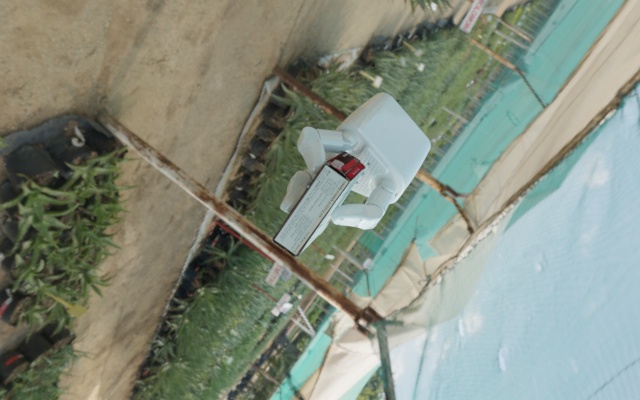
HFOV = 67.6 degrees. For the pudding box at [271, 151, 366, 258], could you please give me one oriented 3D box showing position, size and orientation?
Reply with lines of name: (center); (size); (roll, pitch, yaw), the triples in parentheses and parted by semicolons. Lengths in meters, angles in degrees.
pudding box: (0.000, 0.002, 0.544); (0.039, 0.113, 0.090); (35, 20, 6)
